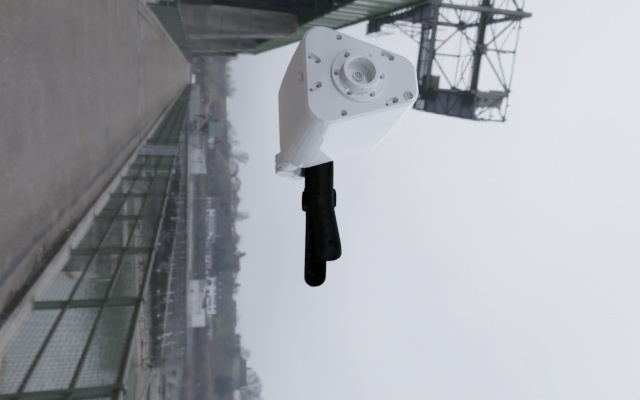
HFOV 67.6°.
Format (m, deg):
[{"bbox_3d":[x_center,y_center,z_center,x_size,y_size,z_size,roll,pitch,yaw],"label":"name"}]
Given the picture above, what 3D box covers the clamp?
[{"bbox_3d":[0.001,0.002,0.508,0.039,0.171,0.120,1,-14,-15],"label":"clamp"}]
